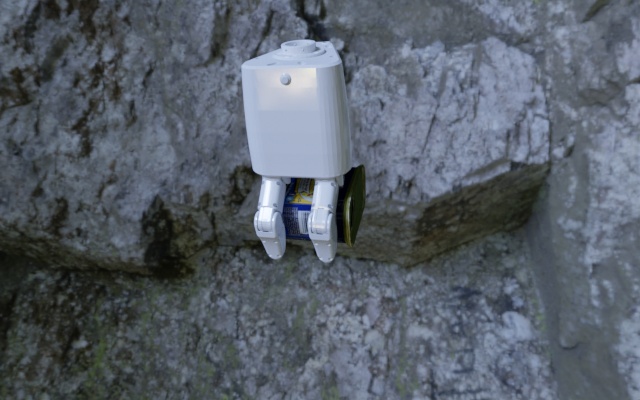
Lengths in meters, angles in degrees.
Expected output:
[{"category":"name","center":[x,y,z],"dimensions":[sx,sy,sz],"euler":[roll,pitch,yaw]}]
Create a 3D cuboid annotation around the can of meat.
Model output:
[{"category":"can of meat","center":[0.000,0.002,0.517],"dimensions":[0.084,0.057,0.102],"euler":[3,33,14]}]
